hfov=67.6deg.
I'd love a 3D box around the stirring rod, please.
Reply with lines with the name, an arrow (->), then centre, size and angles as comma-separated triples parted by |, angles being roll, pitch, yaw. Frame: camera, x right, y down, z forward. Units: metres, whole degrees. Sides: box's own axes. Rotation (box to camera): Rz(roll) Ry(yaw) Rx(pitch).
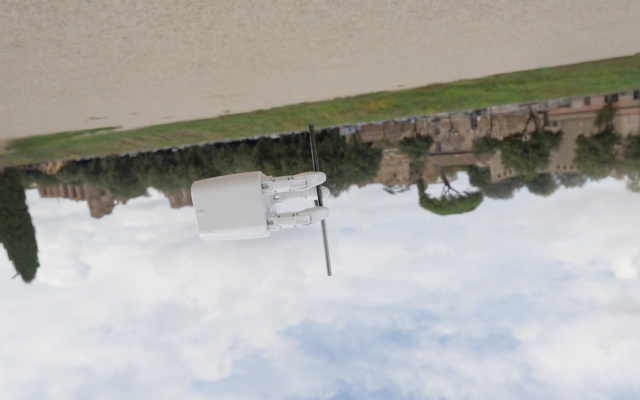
stirring rod -> 0.000, 0.002, 0.743 | 0.011, 0.239, 0.011 | -7, 10, 1
